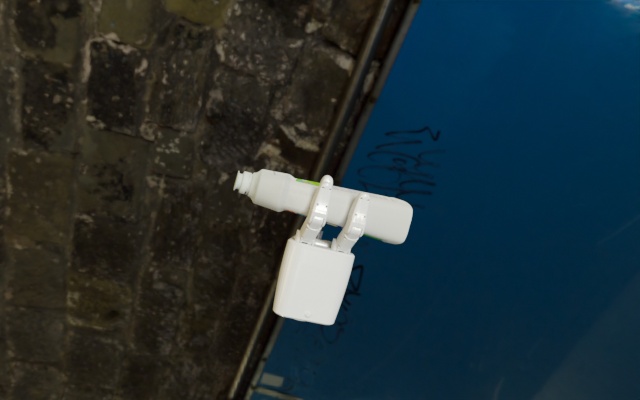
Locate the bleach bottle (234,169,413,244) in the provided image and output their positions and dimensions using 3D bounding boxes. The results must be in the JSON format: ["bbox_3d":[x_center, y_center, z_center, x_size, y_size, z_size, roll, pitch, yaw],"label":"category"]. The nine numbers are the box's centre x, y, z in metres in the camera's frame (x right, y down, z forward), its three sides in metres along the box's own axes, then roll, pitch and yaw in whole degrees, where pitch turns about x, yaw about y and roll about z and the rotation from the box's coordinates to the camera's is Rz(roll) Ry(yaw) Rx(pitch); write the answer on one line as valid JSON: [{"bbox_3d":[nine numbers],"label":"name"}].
[{"bbox_3d":[0.000,0.002,0.694,0.251,0.068,0.102,15,2,-13],"label":"bleach bottle"}]
